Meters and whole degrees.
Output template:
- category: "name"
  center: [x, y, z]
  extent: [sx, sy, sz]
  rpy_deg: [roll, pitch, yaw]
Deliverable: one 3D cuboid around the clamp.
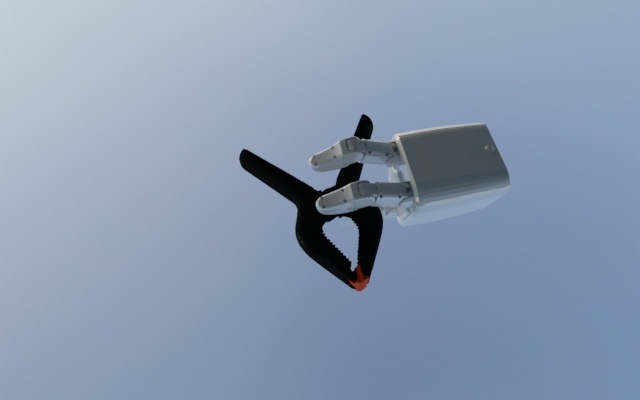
- category: "clamp"
  center: [0.000, 0.003, 0.528]
  extent: [0.164, 0.209, 0.036]
  rpy_deg: [-12, -29, -2]
